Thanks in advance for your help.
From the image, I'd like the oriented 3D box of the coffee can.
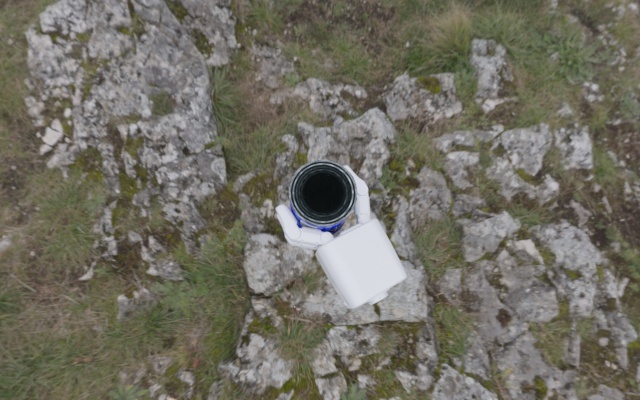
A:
[{"bbox_3d":[0.000,0.002,0.774,0.103,0.102,0.140,0,-12,-3],"label":"coffee can"}]
